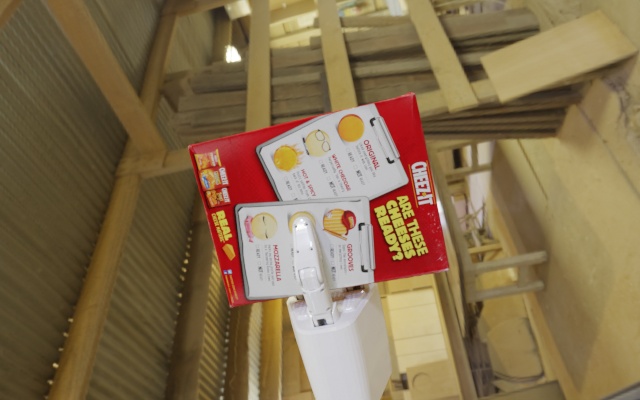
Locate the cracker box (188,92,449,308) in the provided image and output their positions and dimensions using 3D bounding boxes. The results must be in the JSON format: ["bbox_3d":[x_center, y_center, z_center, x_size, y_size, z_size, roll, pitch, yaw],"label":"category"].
[{"bbox_3d":[0.000,0.002,0.466,0.214,0.164,0.072,-12,9,8],"label":"cracker box"}]
